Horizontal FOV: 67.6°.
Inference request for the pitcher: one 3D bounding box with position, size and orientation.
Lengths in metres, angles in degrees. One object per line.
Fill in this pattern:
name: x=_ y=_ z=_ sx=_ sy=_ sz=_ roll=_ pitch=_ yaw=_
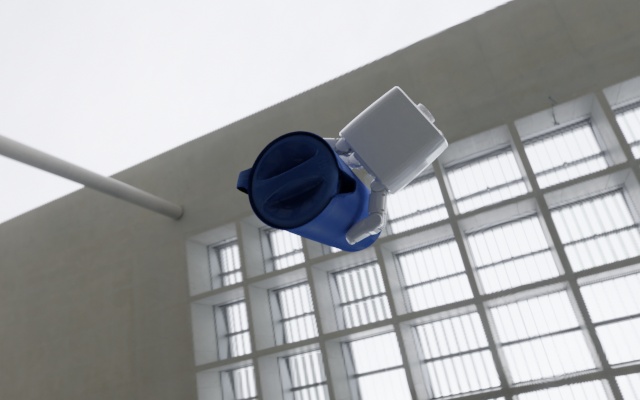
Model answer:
pitcher: x=0.000 y=0.002 z=0.715 sx=0.145 sy=0.149 sz=0.243 roll=-41 pitch=-29 yaw=8
